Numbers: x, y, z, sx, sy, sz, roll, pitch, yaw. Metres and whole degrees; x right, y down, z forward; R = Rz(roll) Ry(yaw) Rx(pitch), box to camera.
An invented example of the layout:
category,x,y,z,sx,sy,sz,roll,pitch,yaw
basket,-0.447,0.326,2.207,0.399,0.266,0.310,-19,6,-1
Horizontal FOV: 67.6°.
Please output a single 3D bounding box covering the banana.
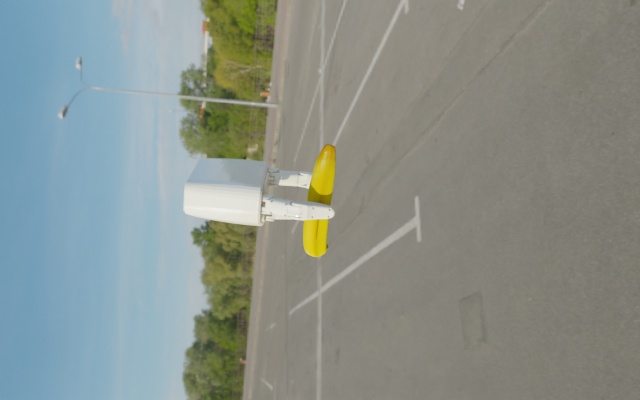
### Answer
category,x,y,z,sx,sy,sz,roll,pitch,yaw
banana,-0.003,0.016,0.700,0.037,0.198,0.069,8,36,4
